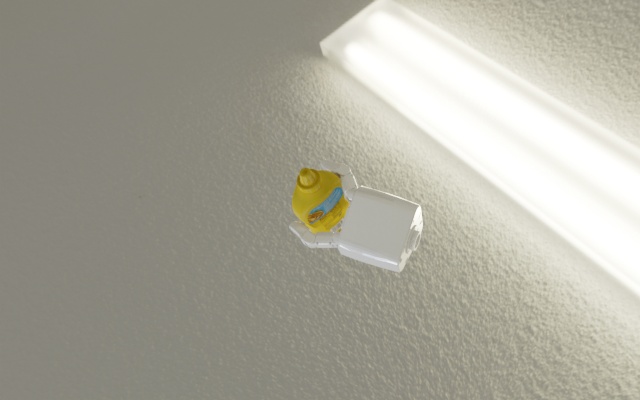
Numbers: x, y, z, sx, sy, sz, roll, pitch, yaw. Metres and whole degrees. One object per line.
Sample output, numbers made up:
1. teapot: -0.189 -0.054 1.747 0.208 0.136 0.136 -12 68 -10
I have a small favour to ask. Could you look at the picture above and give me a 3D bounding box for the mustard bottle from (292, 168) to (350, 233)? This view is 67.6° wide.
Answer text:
1. mustard bottle: 0.000 0.003 0.823 0.058 0.096 0.192 43 -10 31
